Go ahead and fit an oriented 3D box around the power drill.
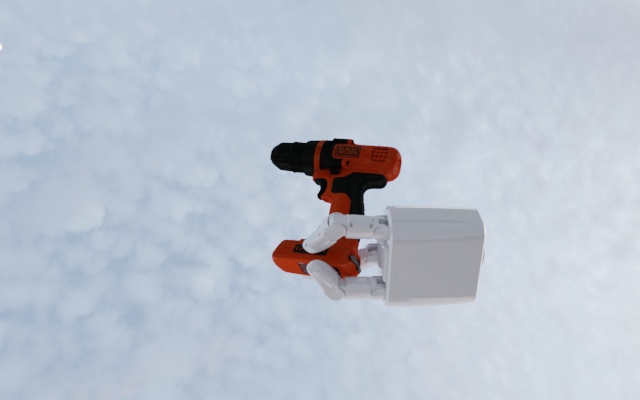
[{"bbox_3d":[0.000,0.002,0.615,0.184,0.187,0.057,5,-28,21],"label":"power drill"}]
